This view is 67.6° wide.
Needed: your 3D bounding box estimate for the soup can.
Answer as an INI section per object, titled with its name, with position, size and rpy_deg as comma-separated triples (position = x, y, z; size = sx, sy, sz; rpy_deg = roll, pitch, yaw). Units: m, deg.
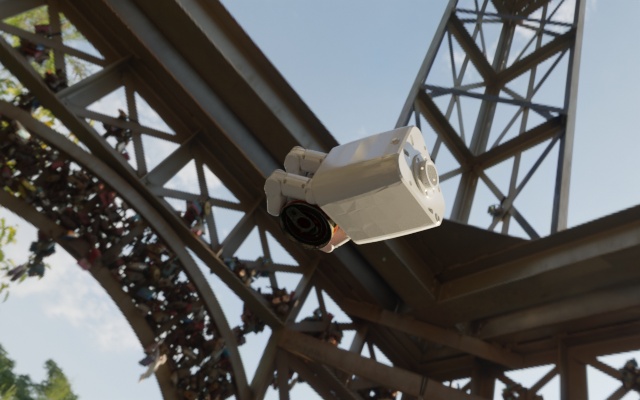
[soup can]
position = 0.000, 0.002, 0.590
size = 0.068, 0.068, 0.102
rpy_deg = 0, 35, 27
